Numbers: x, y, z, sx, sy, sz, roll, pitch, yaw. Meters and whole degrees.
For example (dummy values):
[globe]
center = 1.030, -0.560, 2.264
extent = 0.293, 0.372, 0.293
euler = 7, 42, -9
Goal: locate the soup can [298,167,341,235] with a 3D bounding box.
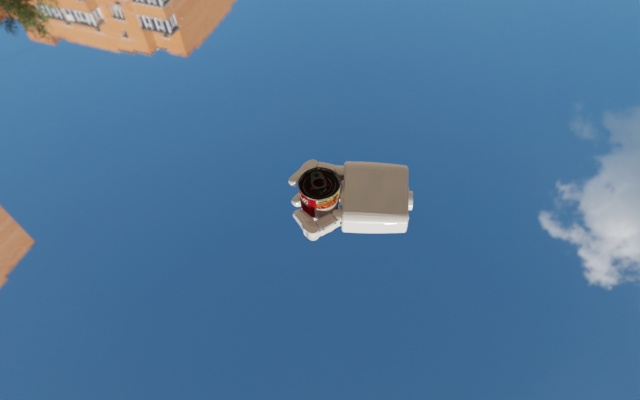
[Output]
[soup can]
center = 0.000, 0.003, 0.799
extent = 0.068, 0.068, 0.102
euler = 0, -37, 3
